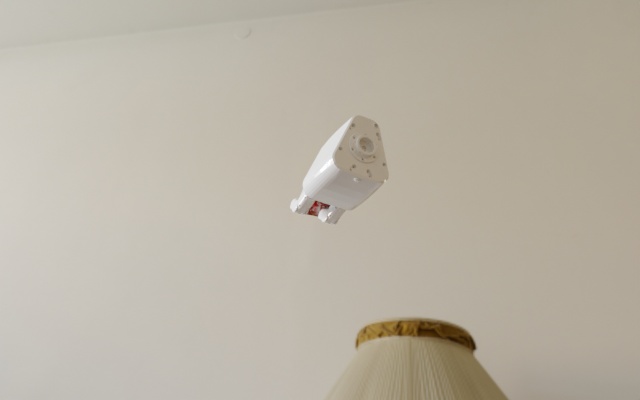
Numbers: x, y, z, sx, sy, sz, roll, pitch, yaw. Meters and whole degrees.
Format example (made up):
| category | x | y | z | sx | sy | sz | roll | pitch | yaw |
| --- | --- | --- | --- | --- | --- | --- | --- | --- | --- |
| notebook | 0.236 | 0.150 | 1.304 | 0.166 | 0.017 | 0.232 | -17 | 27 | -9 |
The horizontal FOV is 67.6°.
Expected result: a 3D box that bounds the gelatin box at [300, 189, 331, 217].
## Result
| category | x | y | z | sx | sy | sz | roll | pitch | yaw |
| --- | --- | --- | --- | --- | --- | --- | --- | --- | --- |
| gelatin box | 0.000 | 0.002 | 0.849 | 0.073 | 0.030 | 0.089 | 11 | -23 | -6 |
